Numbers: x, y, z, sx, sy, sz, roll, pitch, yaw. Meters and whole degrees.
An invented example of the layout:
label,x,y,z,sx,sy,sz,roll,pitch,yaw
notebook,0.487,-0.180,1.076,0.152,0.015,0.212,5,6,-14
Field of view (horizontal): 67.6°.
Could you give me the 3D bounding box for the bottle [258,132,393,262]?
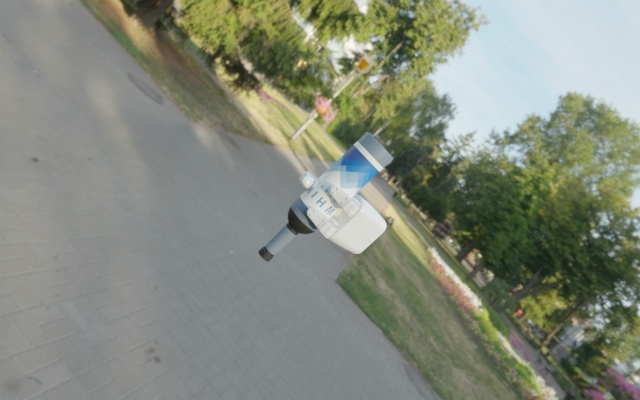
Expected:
label,x,y,z,sx,sy,sz,roll,pitch,yaw
bottle,0.000,0.003,0.862,0.296,0.069,0.069,-44,-8,8
